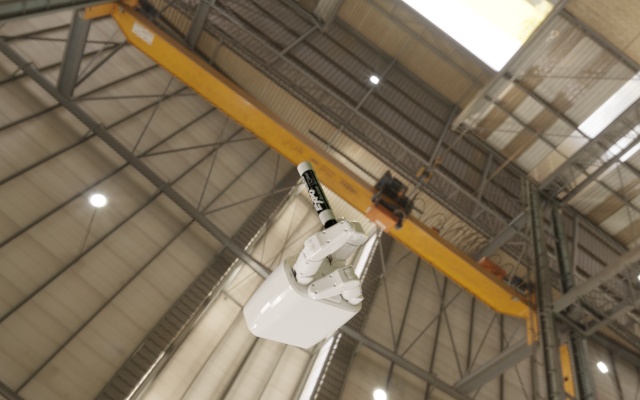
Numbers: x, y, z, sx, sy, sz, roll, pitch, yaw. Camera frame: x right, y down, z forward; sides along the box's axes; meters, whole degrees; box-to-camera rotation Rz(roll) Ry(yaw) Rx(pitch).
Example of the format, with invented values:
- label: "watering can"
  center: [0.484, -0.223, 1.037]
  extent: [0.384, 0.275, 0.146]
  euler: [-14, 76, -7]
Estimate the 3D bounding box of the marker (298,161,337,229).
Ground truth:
- label: "marker"
  center: [0.000, 0.002, 0.572]
  extent: [0.020, 0.121, 0.020]
  euler: [-16, -34, -12]
